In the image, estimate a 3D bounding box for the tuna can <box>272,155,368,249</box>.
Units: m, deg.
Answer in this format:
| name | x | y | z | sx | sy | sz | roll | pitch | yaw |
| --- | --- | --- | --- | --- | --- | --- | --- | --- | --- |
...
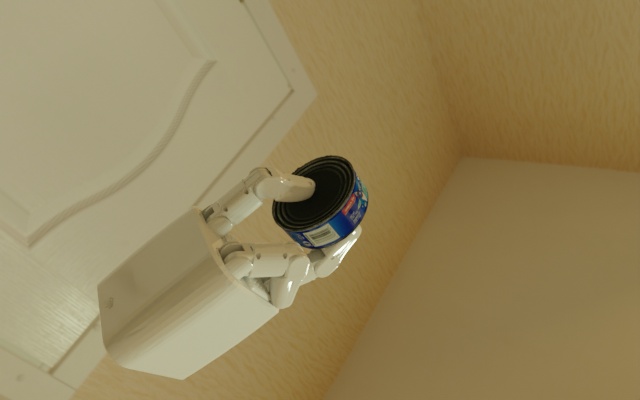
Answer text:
| name | x | y | z | sx | sy | sz | roll | pitch | yaw |
| --- | --- | --- | --- | --- | --- | --- | --- | --- | --- |
| tuna can | 0.000 | 0.002 | 0.438 | 0.086 | 0.086 | 0.034 | 0 | -37 | 38 |
